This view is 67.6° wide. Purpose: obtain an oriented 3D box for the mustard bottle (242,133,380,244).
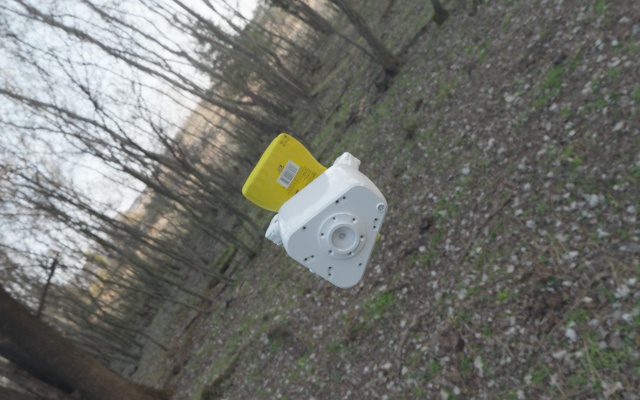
[{"bbox_3d":[0.000,0.002,0.634,0.191,0.096,0.058,34,-17,-13],"label":"mustard bottle"}]
